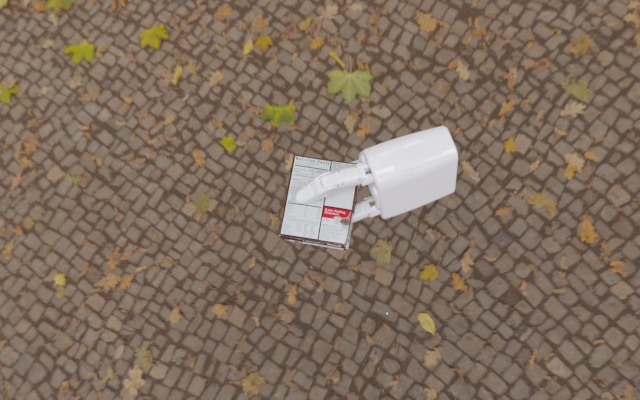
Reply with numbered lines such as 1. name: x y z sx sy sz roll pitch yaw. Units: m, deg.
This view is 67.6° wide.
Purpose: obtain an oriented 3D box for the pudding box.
1. pudding box: 0.000 0.002 0.622 0.090 0.113 0.039 9 -13 7
